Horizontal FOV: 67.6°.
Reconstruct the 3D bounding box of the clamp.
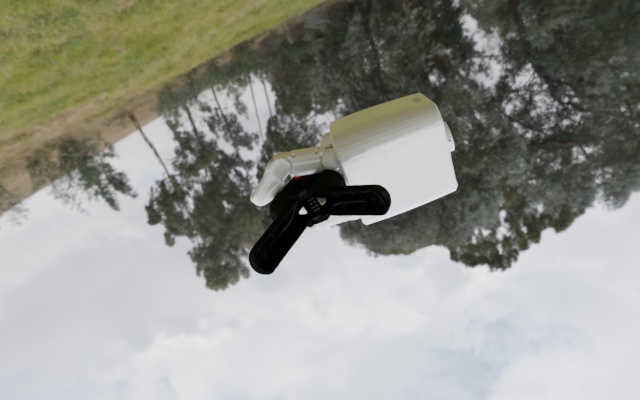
[{"bbox_3d":[0.000,0.002,0.433,0.120,0.039,0.171,-19,20,7],"label":"clamp"}]
